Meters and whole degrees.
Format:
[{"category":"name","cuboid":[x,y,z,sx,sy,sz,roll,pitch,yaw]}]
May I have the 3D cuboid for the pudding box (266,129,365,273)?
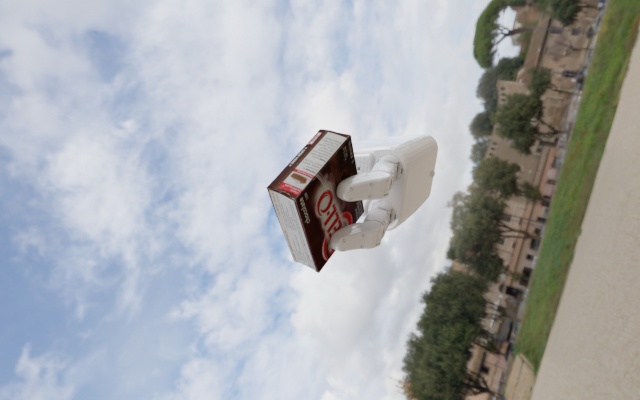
[{"category":"pudding box","cuboid":[0.000,0.001,0.464,0.039,0.090,0.114,19,-35,31]}]
